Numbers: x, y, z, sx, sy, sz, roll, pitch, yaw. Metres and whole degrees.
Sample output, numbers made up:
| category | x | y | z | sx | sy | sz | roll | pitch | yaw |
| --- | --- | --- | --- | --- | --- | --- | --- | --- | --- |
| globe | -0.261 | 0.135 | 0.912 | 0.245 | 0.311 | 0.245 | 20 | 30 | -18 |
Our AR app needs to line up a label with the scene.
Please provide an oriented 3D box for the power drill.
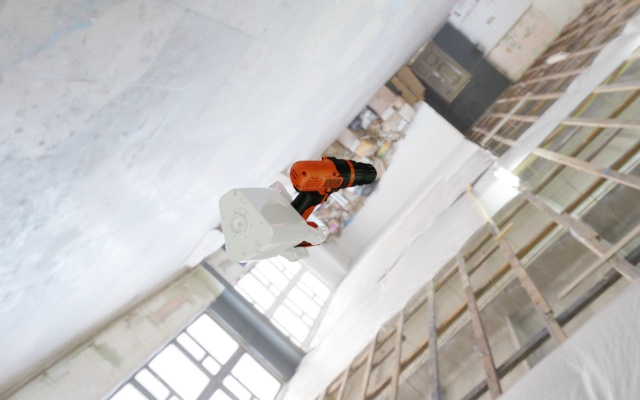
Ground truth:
| category | x | y | z | sx | sy | sz | roll | pitch | yaw |
| --- | --- | --- | --- | --- | --- | --- | --- | --- | --- |
| power drill | 0.000 | 0.003 | 0.864 | 0.184 | 0.188 | 0.057 | -1 | 42 | -38 |
